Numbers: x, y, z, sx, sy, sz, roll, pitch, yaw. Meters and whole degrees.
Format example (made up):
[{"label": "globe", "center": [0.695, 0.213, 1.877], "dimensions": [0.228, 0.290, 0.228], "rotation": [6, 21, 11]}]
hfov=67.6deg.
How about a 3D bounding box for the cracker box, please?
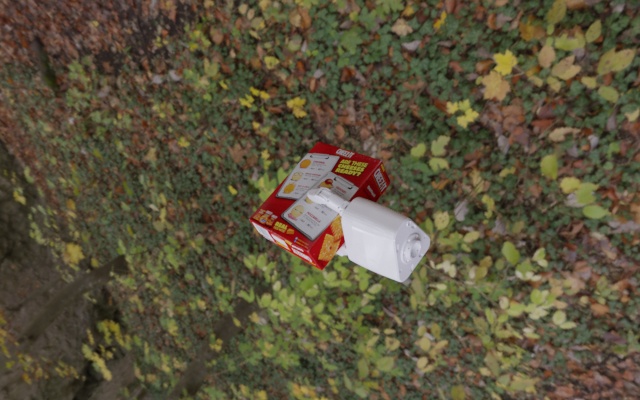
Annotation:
[{"label": "cracker box", "center": [0.000, 0.003, 0.878], "dimensions": [0.164, 0.213, 0.072], "rotation": [23, -26, 40]}]
